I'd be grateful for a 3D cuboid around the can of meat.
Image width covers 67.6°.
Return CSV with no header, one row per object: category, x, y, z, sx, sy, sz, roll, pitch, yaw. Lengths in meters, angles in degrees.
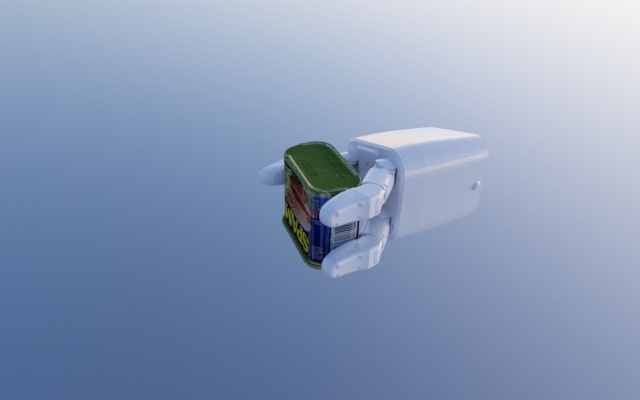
can of meat,0.000,0.001,0.459,0.057,0.084,0.102,-11,35,-19
